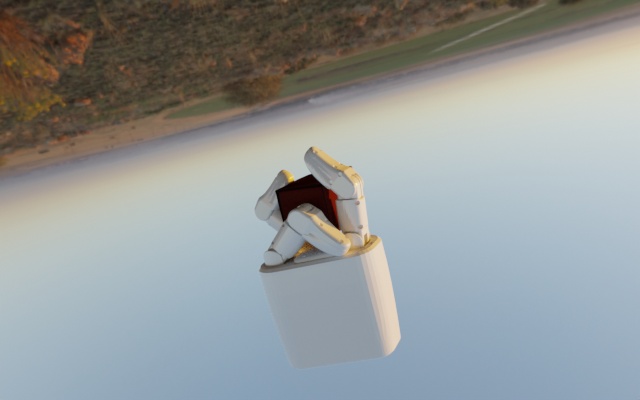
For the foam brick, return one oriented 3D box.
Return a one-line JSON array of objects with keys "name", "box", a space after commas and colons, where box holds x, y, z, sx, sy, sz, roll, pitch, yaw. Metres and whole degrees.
[{"name": "foam brick", "box": [0.000, 0.001, 0.477, 0.053, 0.051, 0.078, -9, 12, 29]}]
